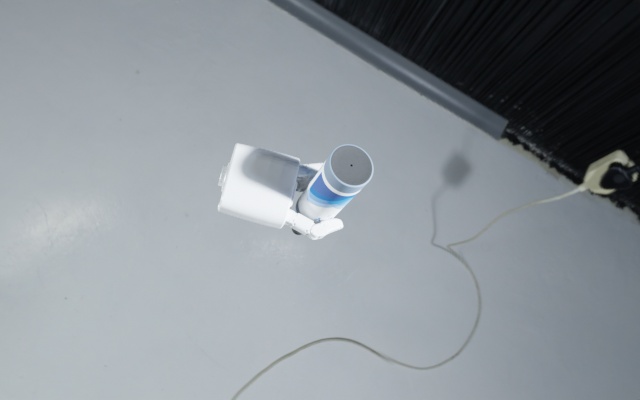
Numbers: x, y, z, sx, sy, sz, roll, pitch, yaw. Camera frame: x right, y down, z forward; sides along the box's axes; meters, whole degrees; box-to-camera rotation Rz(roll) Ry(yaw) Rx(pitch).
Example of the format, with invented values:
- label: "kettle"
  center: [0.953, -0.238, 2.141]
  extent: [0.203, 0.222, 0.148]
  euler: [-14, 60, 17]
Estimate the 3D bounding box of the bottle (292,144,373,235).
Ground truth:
- label: "bottle"
  center: [0.000, 0.003, 0.794]
  extent: [0.069, 0.069, 0.296]
  euler: [0, -21, -18]
